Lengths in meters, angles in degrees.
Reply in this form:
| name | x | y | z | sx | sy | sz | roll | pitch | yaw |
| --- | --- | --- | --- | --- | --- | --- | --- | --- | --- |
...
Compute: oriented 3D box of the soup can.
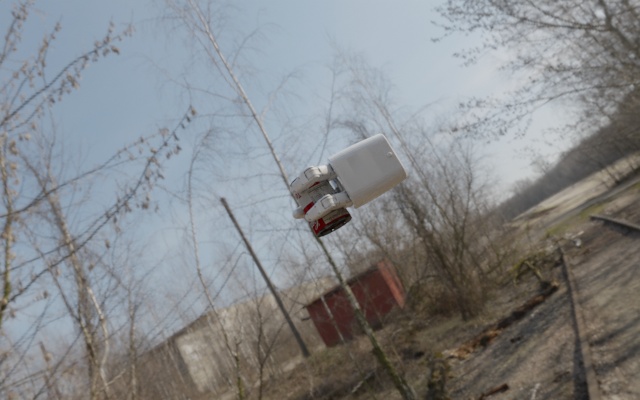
| name | x | y | z | sx | sy | sz | roll | pitch | yaw |
| --- | --- | --- | --- | --- | --- | --- | --- | --- | --- |
| soup can | 0.000 | 0.003 | 0.820 | 0.068 | 0.102 | 0.068 | -28 | -13 | -7 |
